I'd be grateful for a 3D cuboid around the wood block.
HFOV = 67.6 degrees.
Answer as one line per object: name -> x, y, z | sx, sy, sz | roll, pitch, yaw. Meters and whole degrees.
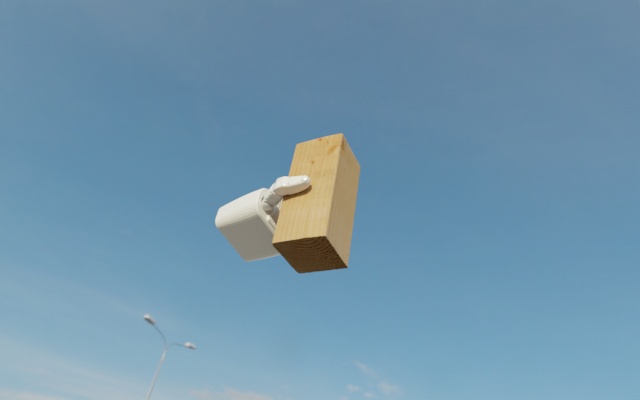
wood block -> 0.000, 0.002, 0.768 | 0.090, 0.206, 0.091 | -10, -42, 24
